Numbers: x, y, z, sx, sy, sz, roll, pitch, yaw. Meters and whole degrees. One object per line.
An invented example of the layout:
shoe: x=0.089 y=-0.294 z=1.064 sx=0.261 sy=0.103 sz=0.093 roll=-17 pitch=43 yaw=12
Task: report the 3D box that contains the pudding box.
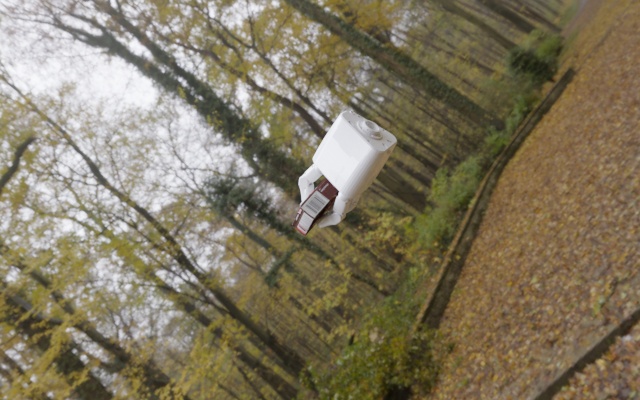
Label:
pudding box: x=0.000 y=0.003 z=0.896 sx=0.039 sy=0.113 sz=0.090 roll=40 pitch=-27 yaw=8
